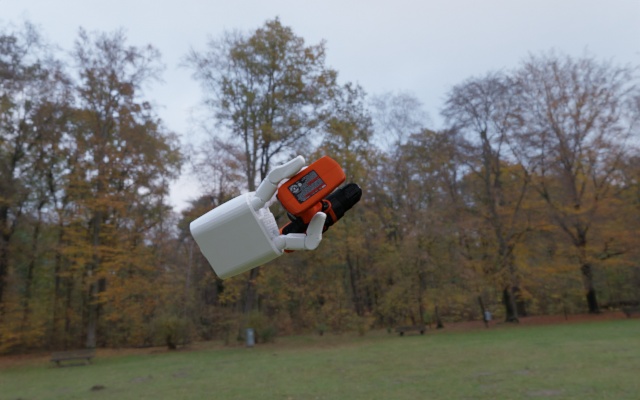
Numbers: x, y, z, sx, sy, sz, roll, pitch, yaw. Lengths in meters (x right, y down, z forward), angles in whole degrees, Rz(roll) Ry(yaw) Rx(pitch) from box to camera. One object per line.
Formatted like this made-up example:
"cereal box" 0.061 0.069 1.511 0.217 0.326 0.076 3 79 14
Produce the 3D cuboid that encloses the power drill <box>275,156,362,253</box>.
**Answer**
"power drill" 0.000 0.003 0.799 0.184 0.057 0.188 -37 -20 -14
